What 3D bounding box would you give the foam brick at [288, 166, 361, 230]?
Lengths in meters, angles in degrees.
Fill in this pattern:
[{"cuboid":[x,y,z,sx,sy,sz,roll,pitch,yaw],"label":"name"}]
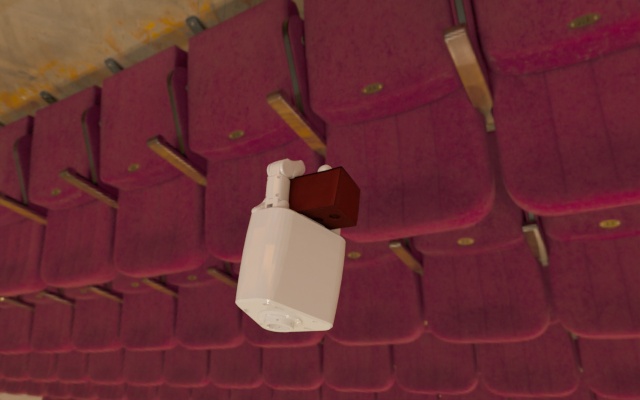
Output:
[{"cuboid":[0.000,0.002,0.553,0.078,0.051,0.053,-11,-36,30],"label":"foam brick"}]
